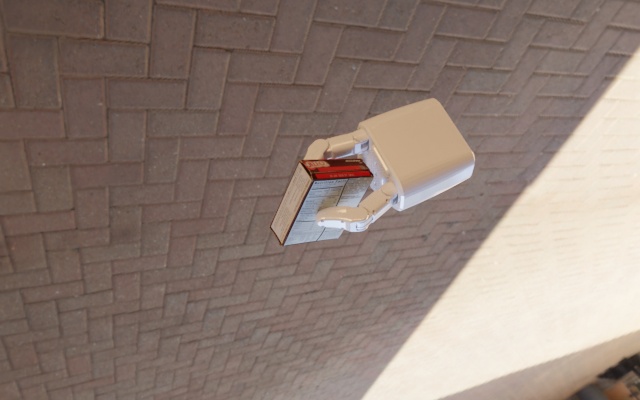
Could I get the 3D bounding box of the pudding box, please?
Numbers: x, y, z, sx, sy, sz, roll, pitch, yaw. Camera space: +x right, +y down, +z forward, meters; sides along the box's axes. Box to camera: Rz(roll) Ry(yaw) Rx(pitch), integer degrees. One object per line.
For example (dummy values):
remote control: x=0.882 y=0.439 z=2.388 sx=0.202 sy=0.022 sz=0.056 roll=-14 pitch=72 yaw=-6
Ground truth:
pudding box: x=0.000 y=0.002 z=0.568 sx=0.090 sy=0.114 sz=0.039 roll=-4 pitch=45 yaw=-35
